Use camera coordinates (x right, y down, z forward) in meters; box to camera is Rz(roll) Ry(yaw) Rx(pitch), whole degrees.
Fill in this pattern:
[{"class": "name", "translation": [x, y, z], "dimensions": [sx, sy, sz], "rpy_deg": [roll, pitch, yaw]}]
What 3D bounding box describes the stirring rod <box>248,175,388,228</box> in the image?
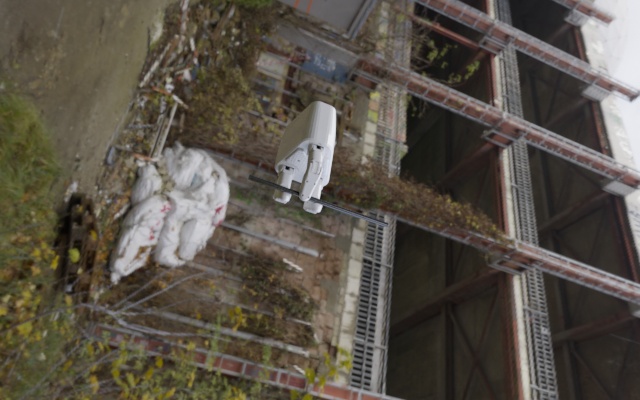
[{"class": "stirring rod", "translation": [0.000, 0.002, 0.765], "dimensions": [0.239, 0.011, 0.011], "rpy_deg": [19, -5, -13]}]
